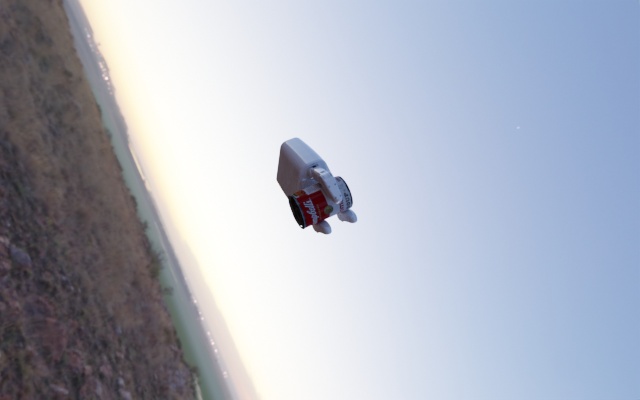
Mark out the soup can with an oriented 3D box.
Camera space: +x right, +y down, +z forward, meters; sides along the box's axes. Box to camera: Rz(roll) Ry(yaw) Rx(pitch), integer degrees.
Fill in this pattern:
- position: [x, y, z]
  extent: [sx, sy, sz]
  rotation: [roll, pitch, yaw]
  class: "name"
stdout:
- position: [0.001, 0.003, 0.881]
  extent: [0.102, 0.068, 0.068]
  rotation: [-23, 7, -17]
  class: "soup can"
